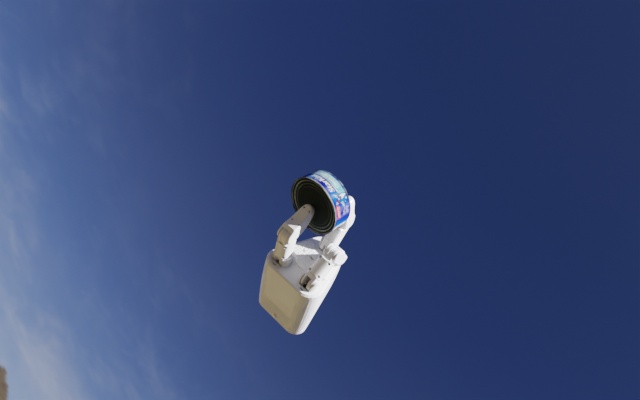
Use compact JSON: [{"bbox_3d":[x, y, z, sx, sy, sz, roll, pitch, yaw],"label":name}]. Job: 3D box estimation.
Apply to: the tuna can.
[{"bbox_3d":[0.001,0.002,0.657,0.033,0.086,0.086,-29,18,-37],"label":"tuna can"}]
